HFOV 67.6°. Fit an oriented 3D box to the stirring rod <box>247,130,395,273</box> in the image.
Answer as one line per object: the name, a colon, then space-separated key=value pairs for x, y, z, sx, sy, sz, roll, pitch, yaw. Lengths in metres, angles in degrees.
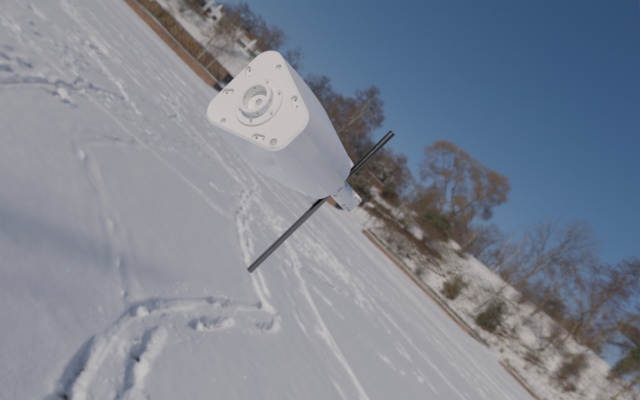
stirring rod: x=0.000 y=0.002 z=0.576 sx=0.239 sy=0.011 sz=0.011 roll=-44 pitch=-1 yaw=1
